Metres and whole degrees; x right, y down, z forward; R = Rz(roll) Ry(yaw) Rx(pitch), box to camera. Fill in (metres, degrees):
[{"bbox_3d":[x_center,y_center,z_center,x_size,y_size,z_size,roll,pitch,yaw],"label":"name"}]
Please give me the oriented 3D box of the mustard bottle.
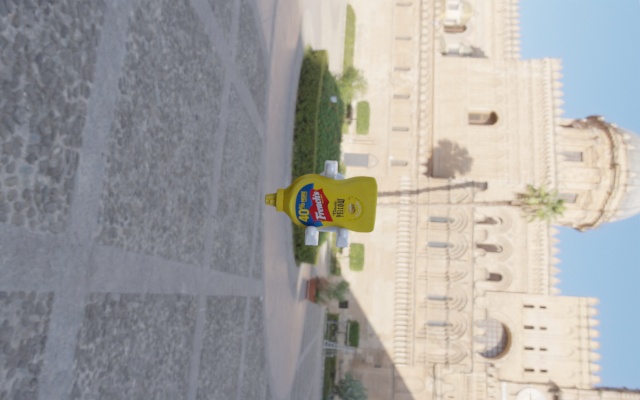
[{"bbox_3d":[0.000,0.003,0.826,0.191,0.096,0.058,3,20,2],"label":"mustard bottle"}]
